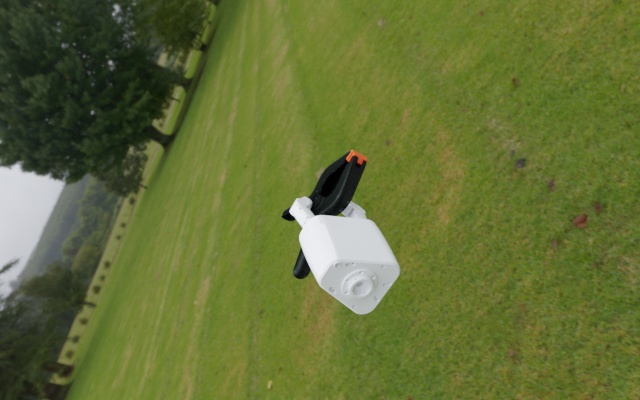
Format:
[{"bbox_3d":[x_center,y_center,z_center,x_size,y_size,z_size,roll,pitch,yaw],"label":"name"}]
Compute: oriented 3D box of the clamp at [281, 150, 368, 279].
[{"bbox_3d":[0.000,0.002,0.776,0.036,0.210,0.164,23,20,-28],"label":"clamp"}]
